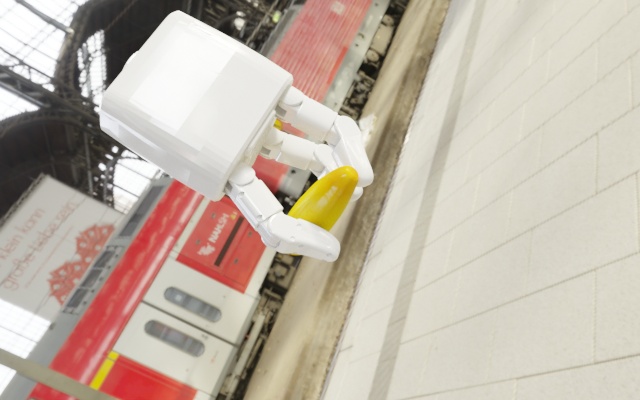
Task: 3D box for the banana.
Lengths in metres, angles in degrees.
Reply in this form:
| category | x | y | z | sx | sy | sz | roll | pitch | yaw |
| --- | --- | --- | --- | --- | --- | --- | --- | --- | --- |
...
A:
| category | x | y | z | sx | sy | sz | roll | pitch | yaw |
| --- | --- | --- | --- | --- | --- | --- | --- | --- | --- |
| banana | -0.010 | 0.017 | 0.429 | 0.037 | 0.069 | 0.198 | 34 | -12 | -1 |
